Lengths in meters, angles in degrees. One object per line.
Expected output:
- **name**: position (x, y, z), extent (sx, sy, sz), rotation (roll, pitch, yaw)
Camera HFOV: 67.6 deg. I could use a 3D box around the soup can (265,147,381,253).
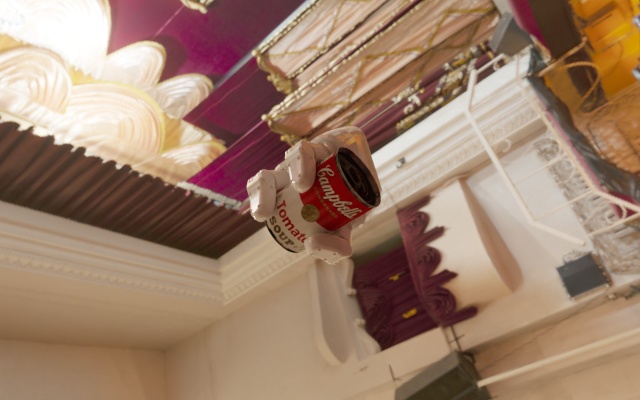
- **soup can**: position (0.000, 0.002, 0.483), extent (0.102, 0.068, 0.068), rotation (-33, -16, 26)
